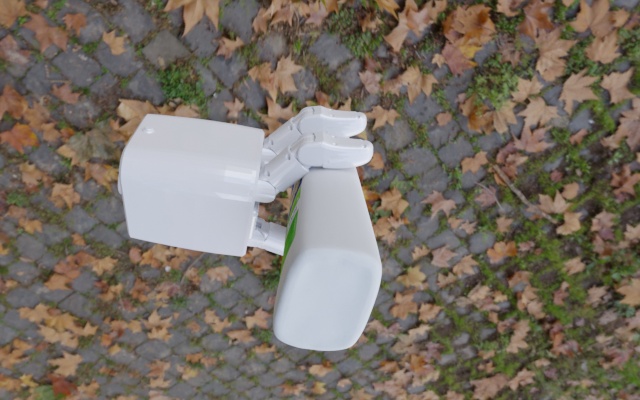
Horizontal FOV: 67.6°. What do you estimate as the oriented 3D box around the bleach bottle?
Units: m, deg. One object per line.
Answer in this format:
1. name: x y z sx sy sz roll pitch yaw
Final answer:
1. bleach bottle: 0.000 0.001 0.429 0.068 0.103 0.250 10 33 -9
